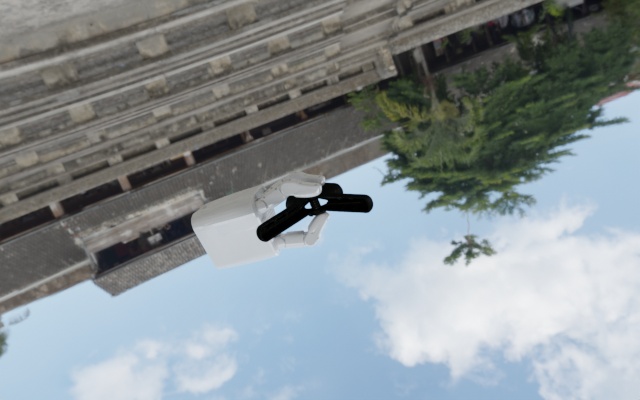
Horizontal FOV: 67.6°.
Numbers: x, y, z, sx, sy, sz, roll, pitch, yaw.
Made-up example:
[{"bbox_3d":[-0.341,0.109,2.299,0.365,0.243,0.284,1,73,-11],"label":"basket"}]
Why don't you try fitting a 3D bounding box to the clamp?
[{"bbox_3d":[0.000,0.003,0.732,0.164,0.036,0.210,-14,13,9],"label":"clamp"}]
